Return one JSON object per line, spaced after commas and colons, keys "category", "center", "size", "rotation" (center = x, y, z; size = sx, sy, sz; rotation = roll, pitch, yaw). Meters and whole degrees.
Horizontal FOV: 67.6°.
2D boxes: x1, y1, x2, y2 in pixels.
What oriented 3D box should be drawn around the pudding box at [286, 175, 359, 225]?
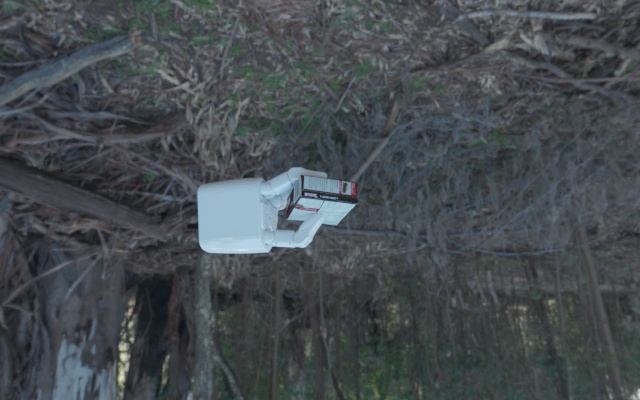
{"category": "pudding box", "center": [0.000, 0.003, 0.742], "size": [0.090, 0.039, 0.113], "rotation": [6, -20, -13]}
